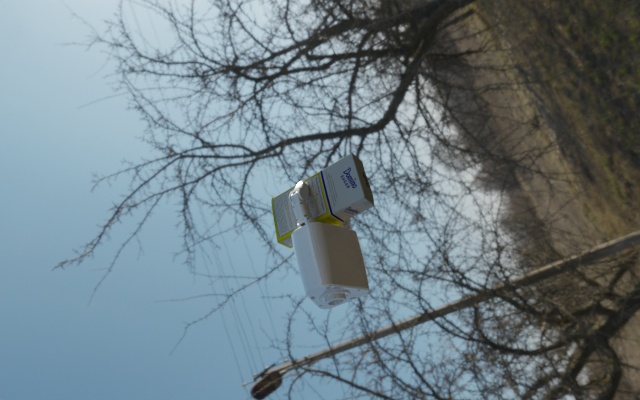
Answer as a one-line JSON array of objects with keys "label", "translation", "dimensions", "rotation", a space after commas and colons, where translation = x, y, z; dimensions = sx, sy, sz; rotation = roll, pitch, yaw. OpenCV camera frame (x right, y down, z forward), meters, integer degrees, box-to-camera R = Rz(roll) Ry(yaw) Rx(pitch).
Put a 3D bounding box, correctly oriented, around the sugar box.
[{"label": "sugar box", "translation": [0.000, 0.003, 0.810], "dimensions": [0.176, 0.093, 0.048], "rotation": [-26, -34, 21]}]
